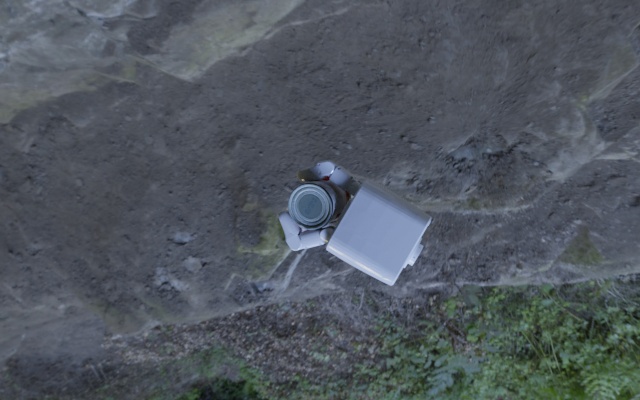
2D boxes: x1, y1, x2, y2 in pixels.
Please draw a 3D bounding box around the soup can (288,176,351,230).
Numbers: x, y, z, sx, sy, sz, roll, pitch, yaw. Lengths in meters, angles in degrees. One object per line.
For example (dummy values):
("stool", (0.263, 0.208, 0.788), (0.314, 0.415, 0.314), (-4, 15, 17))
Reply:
("soup can", (0.000, 0.002, 0.704), (0.068, 0.068, 0.102), (0, 8, 18))
